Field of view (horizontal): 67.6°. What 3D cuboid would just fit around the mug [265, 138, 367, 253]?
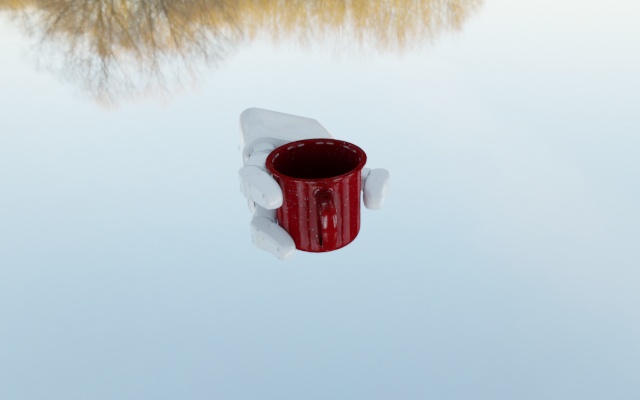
[{"bbox_3d":[0.000,0.002,0.444,0.093,0.081,0.117,-8,30,-9],"label":"mug"}]
